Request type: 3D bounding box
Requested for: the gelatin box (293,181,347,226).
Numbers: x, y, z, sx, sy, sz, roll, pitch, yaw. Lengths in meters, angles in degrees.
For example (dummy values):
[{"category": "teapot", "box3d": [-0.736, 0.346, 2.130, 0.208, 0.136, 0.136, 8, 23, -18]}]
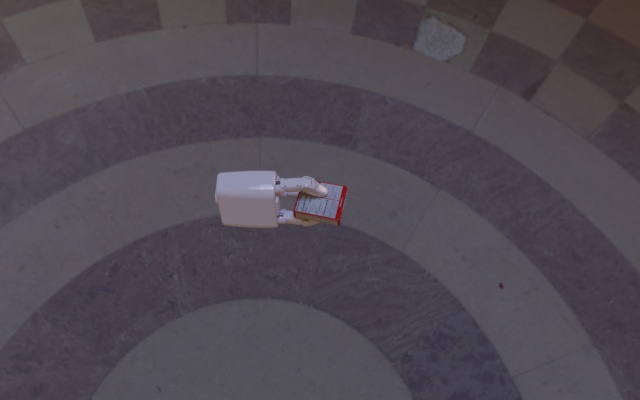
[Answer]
[{"category": "gelatin box", "box3d": [0.000, 0.003, 0.893, 0.089, 0.073, 0.030, 10, -27, 9]}]
